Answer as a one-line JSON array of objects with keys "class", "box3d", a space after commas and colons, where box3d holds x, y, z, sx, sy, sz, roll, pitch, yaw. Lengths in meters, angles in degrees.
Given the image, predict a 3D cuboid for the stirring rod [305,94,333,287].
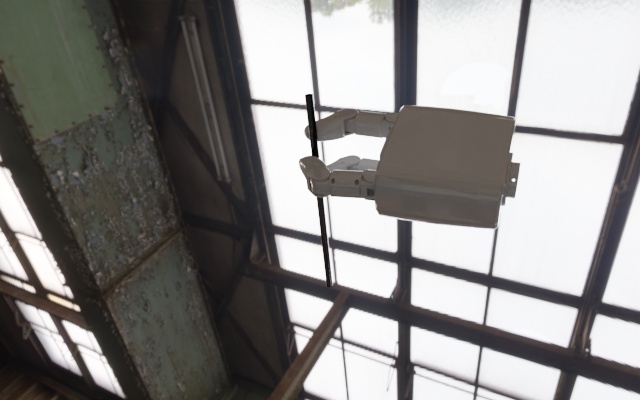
[{"class": "stirring rod", "box3d": [0.000, 0.002, 0.514, 0.011, 0.240, 0.011, -4, 33, 3]}]
